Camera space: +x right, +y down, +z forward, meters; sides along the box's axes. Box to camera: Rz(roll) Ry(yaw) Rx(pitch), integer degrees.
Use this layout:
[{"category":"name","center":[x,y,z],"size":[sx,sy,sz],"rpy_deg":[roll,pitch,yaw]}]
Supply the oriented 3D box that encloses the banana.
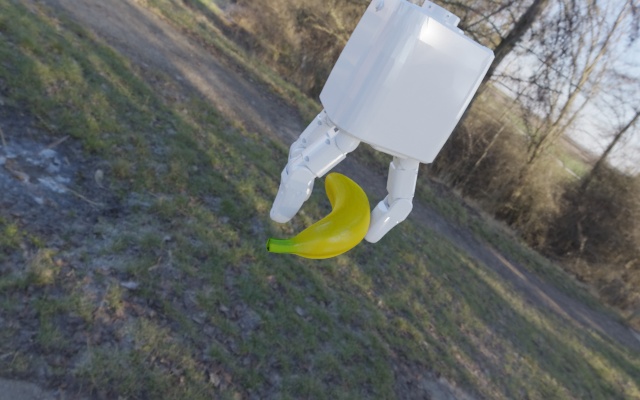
[{"category":"banana","center":[0.016,0.011,0.462],"size":[0.069,0.037,0.197],"rpy_deg":[26,22,7]}]
